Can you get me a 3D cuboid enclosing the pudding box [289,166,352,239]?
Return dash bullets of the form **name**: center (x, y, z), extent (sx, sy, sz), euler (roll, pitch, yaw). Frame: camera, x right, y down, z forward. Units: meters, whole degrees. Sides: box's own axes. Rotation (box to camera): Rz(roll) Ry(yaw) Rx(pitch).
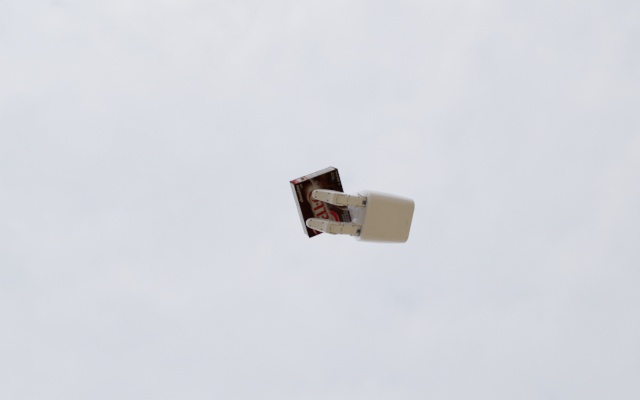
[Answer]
- **pudding box**: center (0.000, 0.003, 0.893), extent (0.090, 0.113, 0.039), euler (-21, 17, -15)
